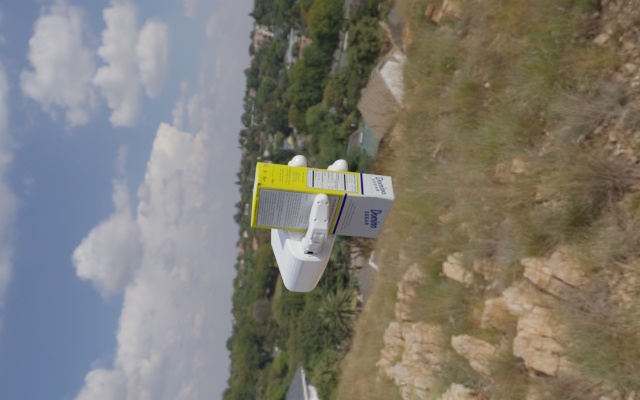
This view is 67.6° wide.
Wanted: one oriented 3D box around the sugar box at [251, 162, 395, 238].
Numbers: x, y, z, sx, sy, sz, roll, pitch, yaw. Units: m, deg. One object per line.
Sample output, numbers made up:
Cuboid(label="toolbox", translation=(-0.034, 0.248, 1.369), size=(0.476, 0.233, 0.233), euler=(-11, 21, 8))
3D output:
Cuboid(label="sugar box", translation=(0.000, 0.002, 0.631), size=(0.176, 0.048, 0.093), euler=(4, -38, -10))
